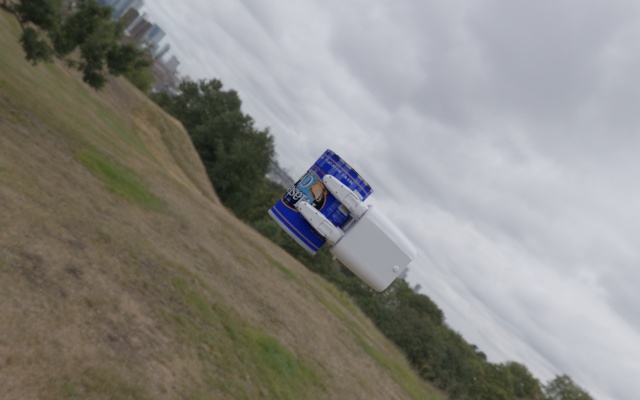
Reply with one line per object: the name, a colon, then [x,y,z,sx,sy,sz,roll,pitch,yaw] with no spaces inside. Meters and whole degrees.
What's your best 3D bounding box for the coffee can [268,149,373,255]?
coffee can: [0.000,0.002,0.767,0.103,0.140,0.103,43,-1,1]
